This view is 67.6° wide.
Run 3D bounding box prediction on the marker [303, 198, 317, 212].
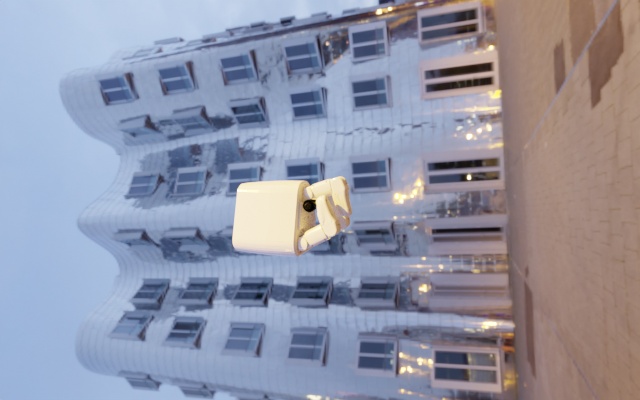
[{"bbox_3d":[0.000,0.002,0.737,0.020,0.020,0.121,0,6,19],"label":"marker"}]
